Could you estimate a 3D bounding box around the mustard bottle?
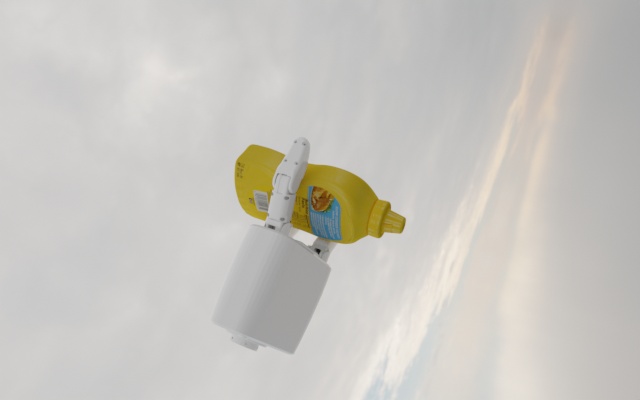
[{"bbox_3d":[0.000,0.001,0.529,0.191,0.096,0.058,17,47,20],"label":"mustard bottle"}]
